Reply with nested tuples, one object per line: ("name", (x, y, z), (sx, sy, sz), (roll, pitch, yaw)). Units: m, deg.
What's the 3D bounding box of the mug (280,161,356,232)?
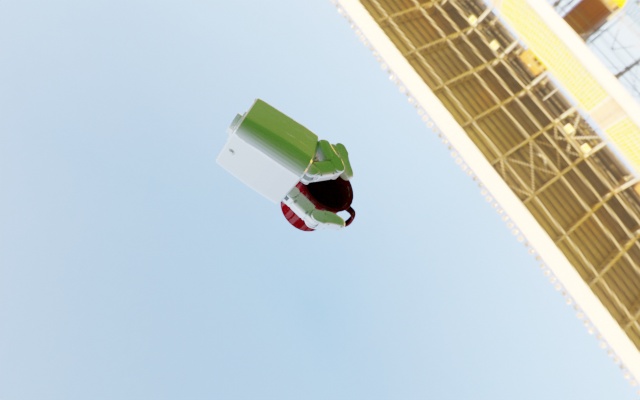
("mug", (0.001, 0.003, 0.740), (0.117, 0.093, 0.081), (34, -45, -13))
